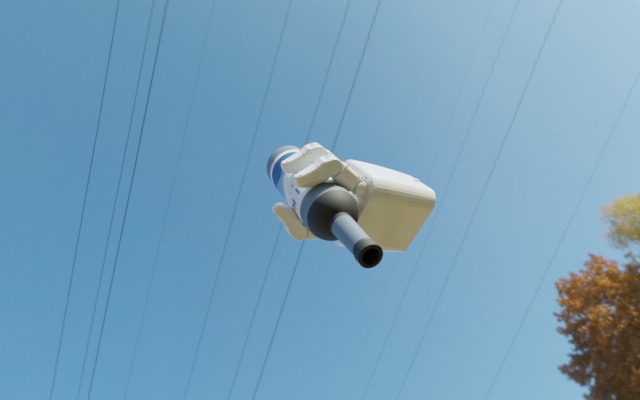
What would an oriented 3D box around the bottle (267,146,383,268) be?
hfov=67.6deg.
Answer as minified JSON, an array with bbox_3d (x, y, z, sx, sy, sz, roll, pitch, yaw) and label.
[{"bbox_3d":[0.000,0.002,0.601,0.069,0.069,0.295,0,22,-22],"label":"bottle"}]
